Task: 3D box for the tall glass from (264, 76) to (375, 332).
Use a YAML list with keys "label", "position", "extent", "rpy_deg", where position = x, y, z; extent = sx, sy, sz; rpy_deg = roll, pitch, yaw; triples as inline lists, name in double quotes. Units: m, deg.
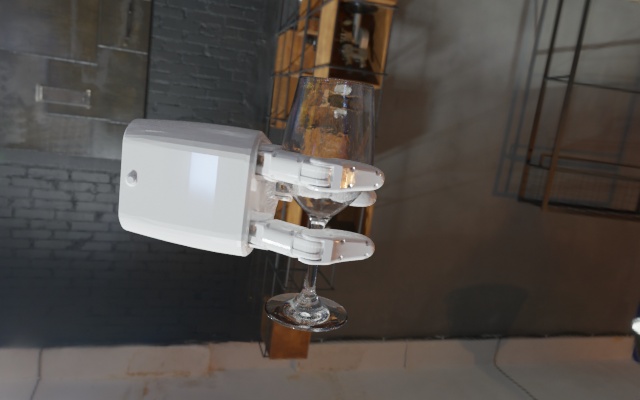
- label: "tall glass"
  position: [0.000, 0.002, 0.403]
  extent: [0.079, 0.201, 0.079]
  rpy_deg: [8, 11, -1]
